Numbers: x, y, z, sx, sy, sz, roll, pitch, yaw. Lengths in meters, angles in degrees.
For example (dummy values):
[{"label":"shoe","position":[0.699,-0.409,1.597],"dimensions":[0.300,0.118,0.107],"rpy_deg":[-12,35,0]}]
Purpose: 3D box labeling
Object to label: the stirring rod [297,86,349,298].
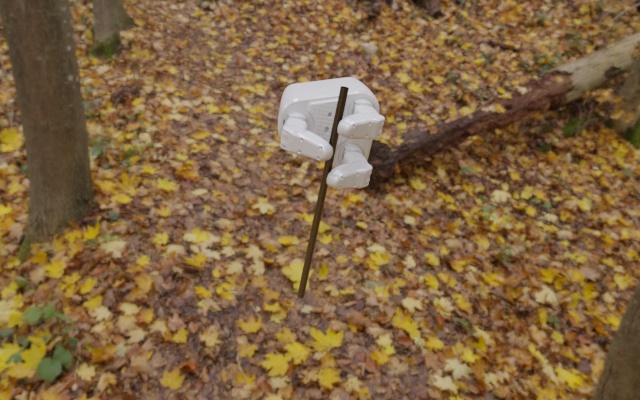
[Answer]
[{"label":"stirring rod","position":[0.000,0.002,0.496],"dimensions":[0.011,0.240,0.011],"rpy_deg":[10,24,-4]}]
